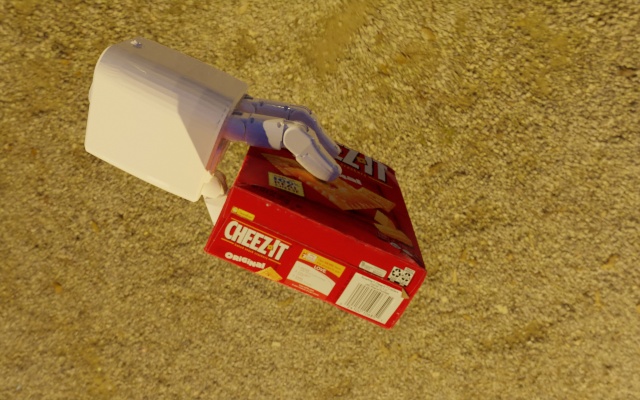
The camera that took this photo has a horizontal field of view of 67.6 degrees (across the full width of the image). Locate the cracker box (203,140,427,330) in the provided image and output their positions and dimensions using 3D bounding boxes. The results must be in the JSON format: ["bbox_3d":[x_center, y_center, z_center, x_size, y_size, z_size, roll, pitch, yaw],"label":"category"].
[{"bbox_3d":[0.000,0.002,0.450,0.164,0.072,0.213,25,24,-10],"label":"cracker box"}]
